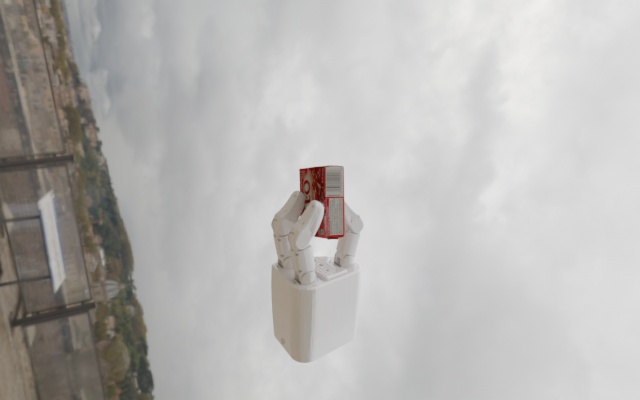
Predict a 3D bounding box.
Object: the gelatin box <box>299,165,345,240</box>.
[{"bbox_3d":[0.001,0.002,0.601,0.030,0.089,0.073,-1,1,-27],"label":"gelatin box"}]
